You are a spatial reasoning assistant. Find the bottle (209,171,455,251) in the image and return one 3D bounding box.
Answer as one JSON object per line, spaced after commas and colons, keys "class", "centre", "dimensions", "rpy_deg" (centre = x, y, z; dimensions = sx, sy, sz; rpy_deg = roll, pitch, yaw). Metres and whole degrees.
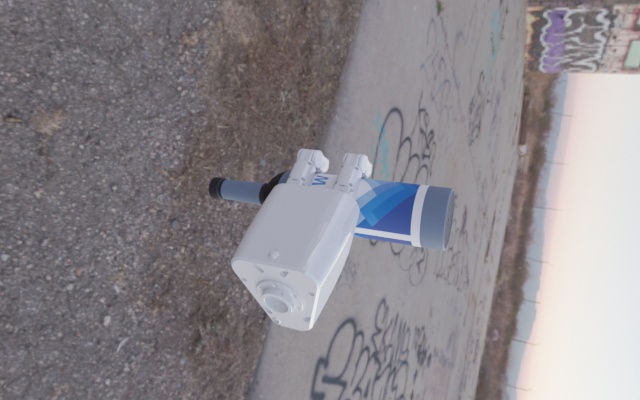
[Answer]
{"class": "bottle", "centre": [0.000, 0.002, 0.556], "dimensions": [0.295, 0.069, 0.069], "rpy_deg": [8, 3, 22]}
